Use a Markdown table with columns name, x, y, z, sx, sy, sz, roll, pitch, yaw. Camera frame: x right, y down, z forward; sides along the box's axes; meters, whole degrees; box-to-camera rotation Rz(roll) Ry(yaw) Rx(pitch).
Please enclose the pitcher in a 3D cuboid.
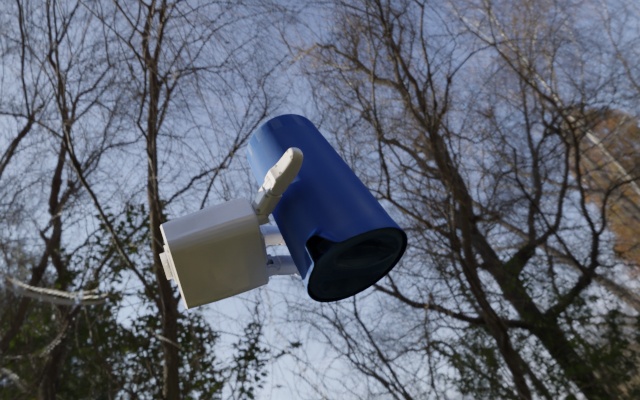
| name | x | y | z | sx | sy | sz | roll | pitch | yaw |
| --- | --- | --- | --- | --- | --- | --- | --- | --- | --- |
| pitcher | 0.000 | 0.002 | 0.625 | 0.145 | 0.242 | 0.149 | -18 | -38 | -19 |
